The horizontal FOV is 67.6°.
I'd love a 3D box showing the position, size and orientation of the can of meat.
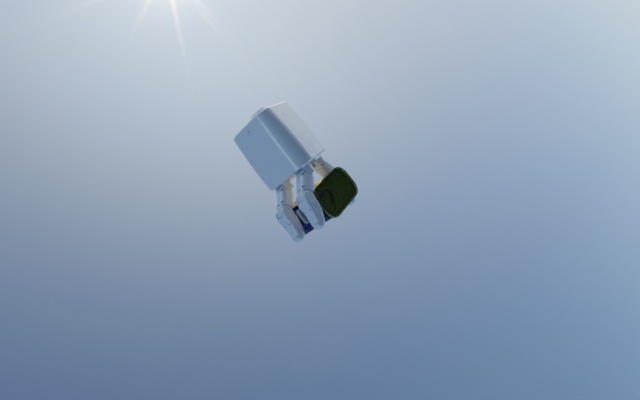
[{"bbox_3d":[0.000,0.003,0.773,0.084,0.057,0.102,-33,10,41],"label":"can of meat"}]
